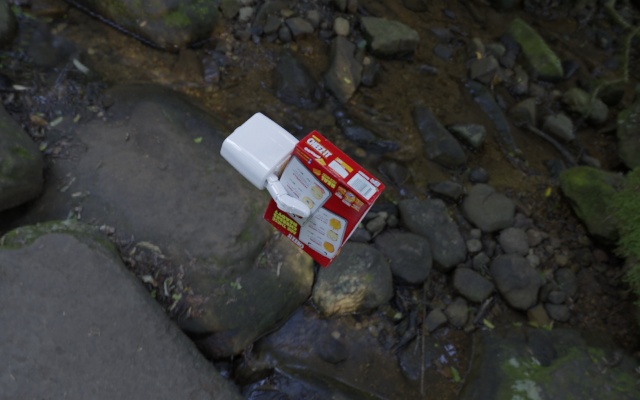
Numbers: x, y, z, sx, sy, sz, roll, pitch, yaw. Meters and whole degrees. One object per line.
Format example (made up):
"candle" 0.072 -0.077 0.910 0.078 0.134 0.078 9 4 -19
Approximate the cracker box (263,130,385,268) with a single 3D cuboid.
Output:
"cracker box" 0.000 0.003 0.883 0.072 0.164 0.214 -43 -12 -42
